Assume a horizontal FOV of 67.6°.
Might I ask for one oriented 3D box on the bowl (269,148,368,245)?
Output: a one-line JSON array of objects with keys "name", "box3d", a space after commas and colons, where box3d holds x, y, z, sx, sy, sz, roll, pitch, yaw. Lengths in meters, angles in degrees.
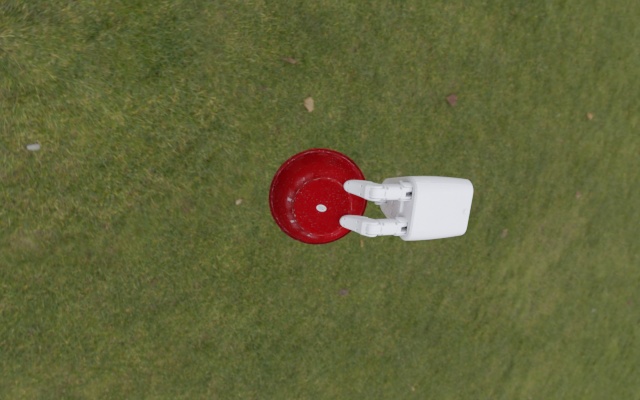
[{"name": "bowl", "box3d": [-0.001, 0.003, 0.744, 0.162, 0.162, 0.055, 0, 16, -7]}]
